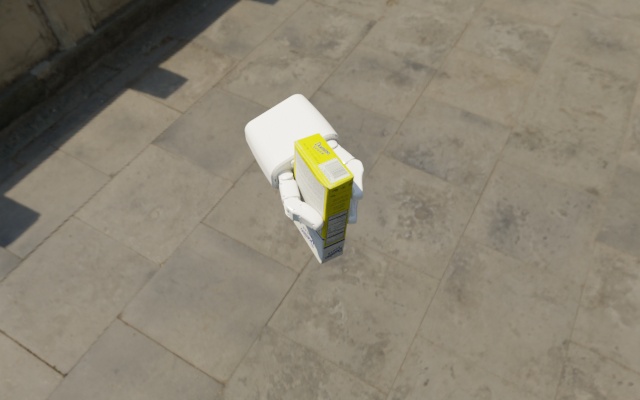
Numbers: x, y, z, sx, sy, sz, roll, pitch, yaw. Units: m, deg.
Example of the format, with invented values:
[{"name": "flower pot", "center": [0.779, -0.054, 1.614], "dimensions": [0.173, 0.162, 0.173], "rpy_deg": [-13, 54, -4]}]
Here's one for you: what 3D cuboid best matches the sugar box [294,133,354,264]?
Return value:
[{"name": "sugar box", "center": [0.001, 0.002, 0.672], "dimensions": [0.048, 0.093, 0.176], "rpy_deg": [-23, -34, -18]}]
